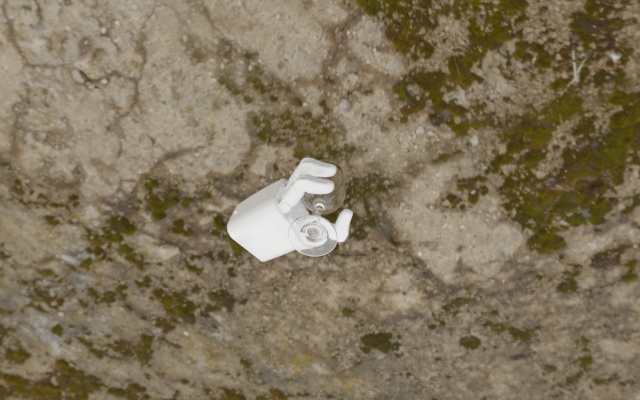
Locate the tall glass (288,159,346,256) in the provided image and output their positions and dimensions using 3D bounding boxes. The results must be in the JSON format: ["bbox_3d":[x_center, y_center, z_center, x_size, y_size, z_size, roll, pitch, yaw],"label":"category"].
[{"bbox_3d":[0.000,0.003,0.791,0.079,0.079,0.201,0,31,8],"label":"tall glass"}]
